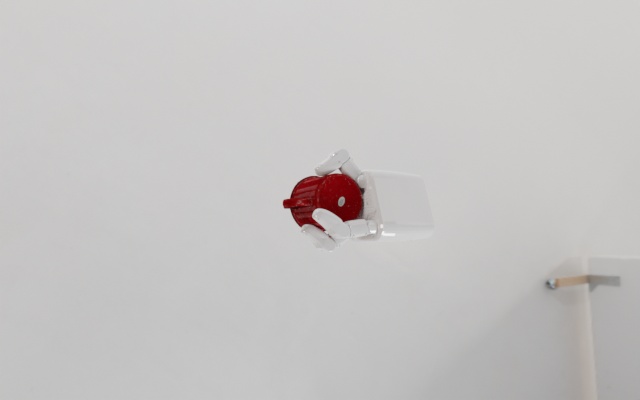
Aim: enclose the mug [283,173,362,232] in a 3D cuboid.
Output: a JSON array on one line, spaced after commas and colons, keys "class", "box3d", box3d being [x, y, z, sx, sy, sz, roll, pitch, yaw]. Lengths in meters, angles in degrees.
[{"class": "mug", "box3d": [-0.001, 0.002, 0.729, 0.117, 0.093, 0.081, 2, -6, -28]}]
